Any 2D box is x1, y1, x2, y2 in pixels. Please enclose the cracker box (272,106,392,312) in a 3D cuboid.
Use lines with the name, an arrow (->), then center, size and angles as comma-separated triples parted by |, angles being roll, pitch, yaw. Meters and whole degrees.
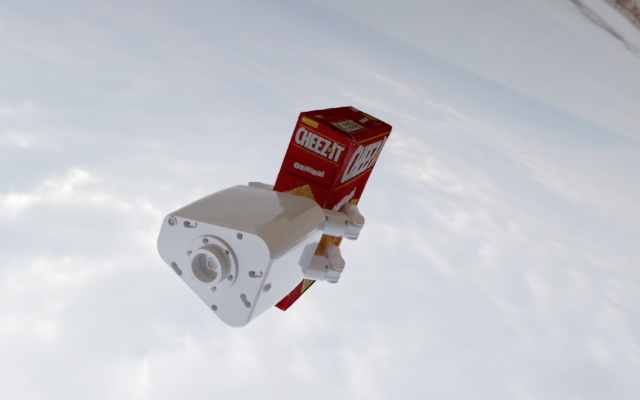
cracker box -> 0.000, 0.002, 0.569 | 0.072, 0.214, 0.164 | 28, 21, 13
